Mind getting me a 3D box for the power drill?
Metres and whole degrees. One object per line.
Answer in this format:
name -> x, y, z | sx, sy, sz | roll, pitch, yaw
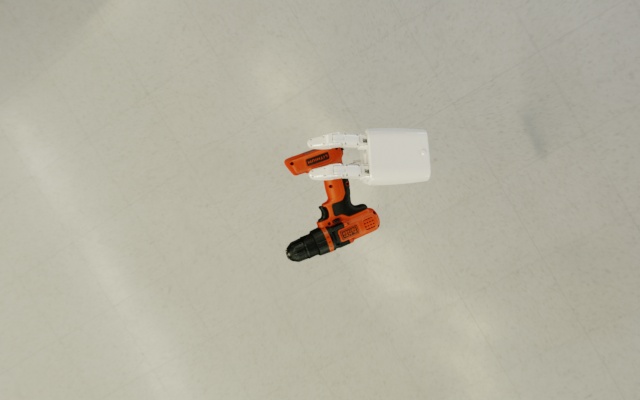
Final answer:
power drill -> 0.000, 0.002, 0.863 | 0.184, 0.188, 0.057 | -23, 14, -13
